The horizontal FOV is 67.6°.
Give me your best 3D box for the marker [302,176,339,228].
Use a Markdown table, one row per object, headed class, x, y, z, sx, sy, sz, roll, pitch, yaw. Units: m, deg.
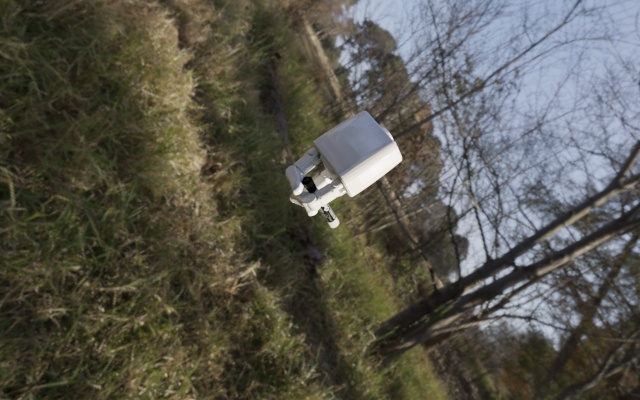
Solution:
| class | x | y | z | sx | sy | sz | roll | pitch | yaw |
| --- | --- | --- | --- | --- | --- | --- | --- | --- | --- |
| marker | 0.000 | 0.003 | 0.799 | 0.020 | 0.020 | 0.121 | 0 | -39 | 32 |
